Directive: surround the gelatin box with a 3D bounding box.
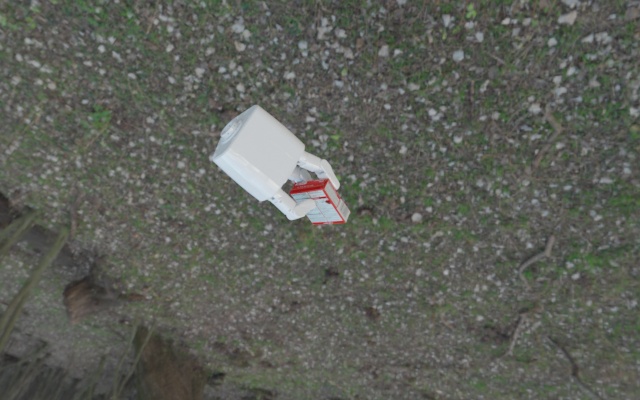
[{"bbox_3d":[0.000,0.003,0.841,0.073,0.030,0.089,-6,-47,36],"label":"gelatin box"}]
